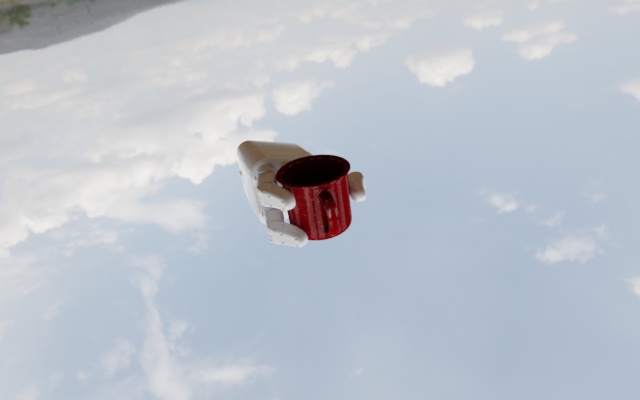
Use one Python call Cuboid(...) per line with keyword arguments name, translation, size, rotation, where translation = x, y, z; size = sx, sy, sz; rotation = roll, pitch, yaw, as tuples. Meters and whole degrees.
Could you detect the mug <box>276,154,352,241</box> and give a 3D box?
Cuboid(name="mug", translation=(0.001, 0.003, 0.595), size=(0.093, 0.081, 0.117), rotation=(-16, 29, -14))
